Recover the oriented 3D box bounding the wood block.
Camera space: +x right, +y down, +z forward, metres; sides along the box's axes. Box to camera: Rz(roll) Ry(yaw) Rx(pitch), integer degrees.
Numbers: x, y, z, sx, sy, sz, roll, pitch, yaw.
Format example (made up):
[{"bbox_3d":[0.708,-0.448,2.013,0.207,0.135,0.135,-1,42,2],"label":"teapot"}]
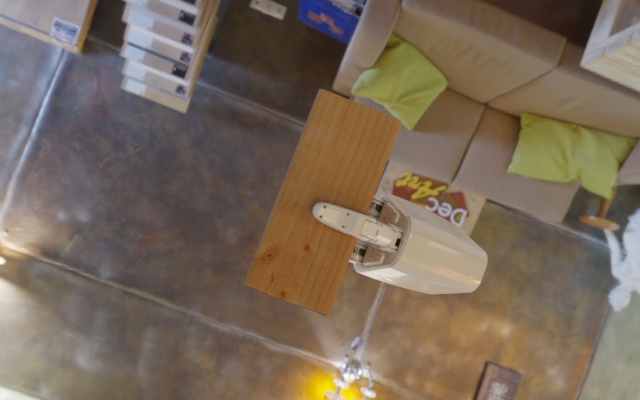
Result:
[{"bbox_3d":[0.000,0.002,0.506,0.090,0.206,0.091,21,-2,-4],"label":"wood block"}]
